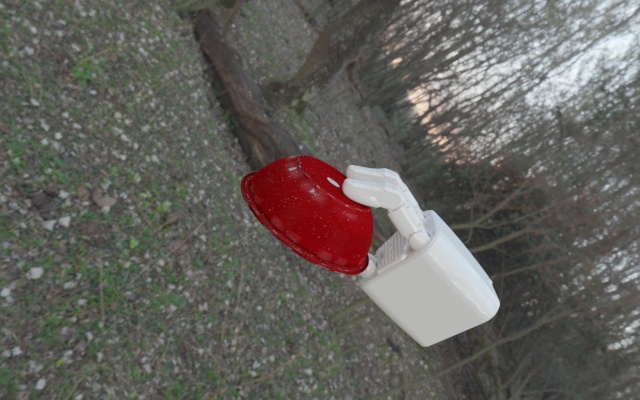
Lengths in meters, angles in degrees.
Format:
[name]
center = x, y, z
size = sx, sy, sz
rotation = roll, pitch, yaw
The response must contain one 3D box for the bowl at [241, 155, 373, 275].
[bowl]
center = -0.001, 0.001, 0.498
size = 0.162, 0.055, 0.162
rotation = 32, 20, -13
